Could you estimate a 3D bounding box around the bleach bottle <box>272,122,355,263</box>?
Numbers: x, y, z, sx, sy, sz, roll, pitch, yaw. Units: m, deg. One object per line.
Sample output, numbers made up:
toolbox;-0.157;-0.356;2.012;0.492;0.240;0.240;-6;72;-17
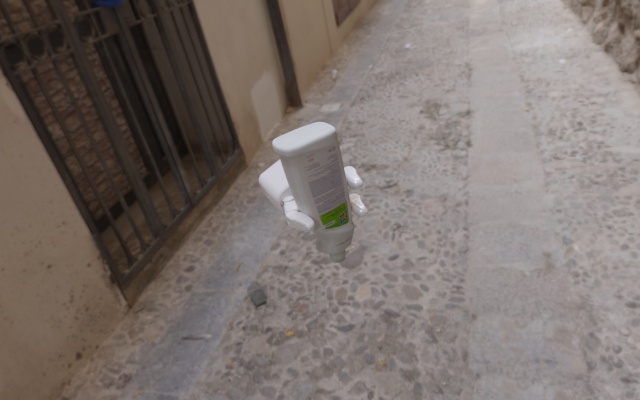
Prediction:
bleach bottle;0.000;0.003;0.800;0.102;0.251;0.068;-25;32;-20
